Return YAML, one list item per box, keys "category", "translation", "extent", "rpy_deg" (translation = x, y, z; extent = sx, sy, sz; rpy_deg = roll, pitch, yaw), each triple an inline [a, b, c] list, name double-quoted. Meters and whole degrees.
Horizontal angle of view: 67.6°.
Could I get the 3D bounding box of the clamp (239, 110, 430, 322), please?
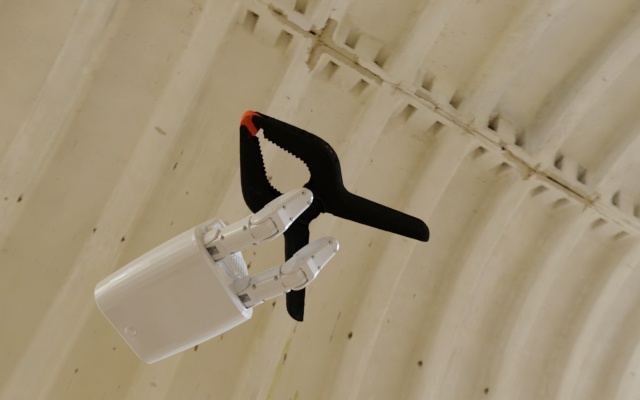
- category: "clamp"
  translation: [0.000, 0.001, 0.452]
  extent: [0.164, 0.210, 0.036]
  rpy_deg: [-28, 20, 2]
